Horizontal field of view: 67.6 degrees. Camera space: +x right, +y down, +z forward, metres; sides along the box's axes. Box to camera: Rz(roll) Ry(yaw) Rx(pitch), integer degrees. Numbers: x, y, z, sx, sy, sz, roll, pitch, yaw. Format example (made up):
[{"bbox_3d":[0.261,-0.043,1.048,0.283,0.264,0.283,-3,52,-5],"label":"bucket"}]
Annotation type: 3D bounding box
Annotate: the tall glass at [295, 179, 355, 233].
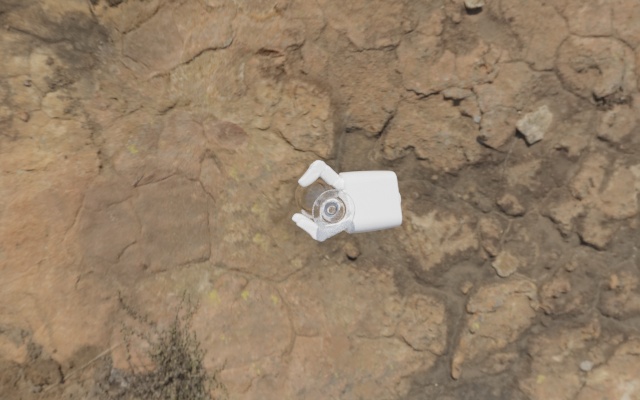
[{"bbox_3d":[0.000,0.003,0.891,0.079,0.079,0.201,0,9,-14],"label":"tall glass"}]
